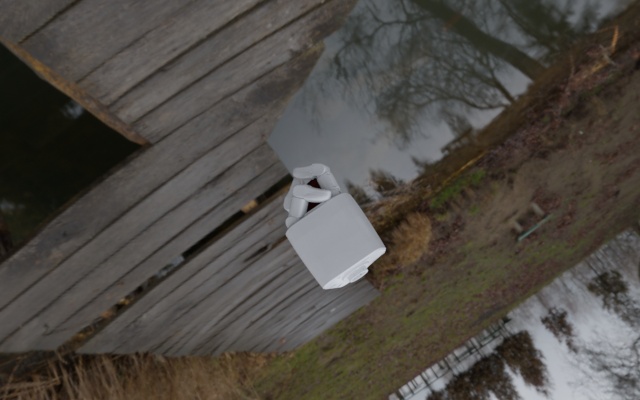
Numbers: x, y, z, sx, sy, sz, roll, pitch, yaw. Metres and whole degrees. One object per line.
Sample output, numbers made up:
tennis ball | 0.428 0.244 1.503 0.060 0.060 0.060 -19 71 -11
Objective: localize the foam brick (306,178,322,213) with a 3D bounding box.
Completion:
foam brick | 0.000 0.002 0.791 0.053 0.051 0.078 -40 -20 15
